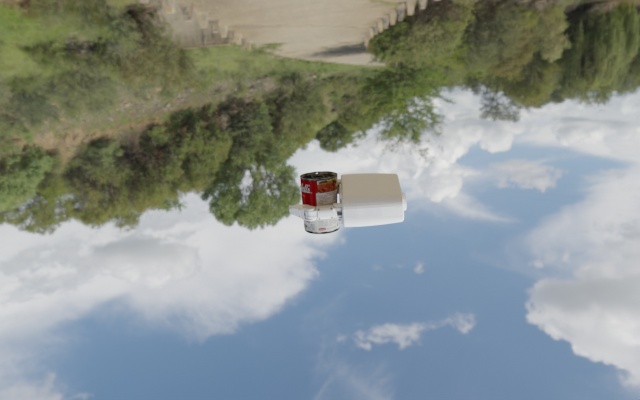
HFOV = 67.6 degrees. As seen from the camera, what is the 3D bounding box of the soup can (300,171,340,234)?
[{"bbox_3d":[0.000,0.003,0.867,0.068,0.102,0.068,-4,15,1],"label":"soup can"}]
